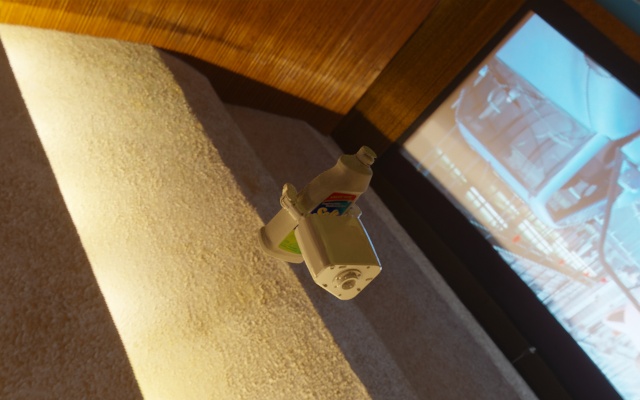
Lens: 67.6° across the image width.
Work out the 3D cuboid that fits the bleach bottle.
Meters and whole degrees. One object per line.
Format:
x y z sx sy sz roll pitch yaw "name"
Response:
0.000 0.003 0.832 0.102 0.251 0.068 22 31 -36 "bleach bottle"
